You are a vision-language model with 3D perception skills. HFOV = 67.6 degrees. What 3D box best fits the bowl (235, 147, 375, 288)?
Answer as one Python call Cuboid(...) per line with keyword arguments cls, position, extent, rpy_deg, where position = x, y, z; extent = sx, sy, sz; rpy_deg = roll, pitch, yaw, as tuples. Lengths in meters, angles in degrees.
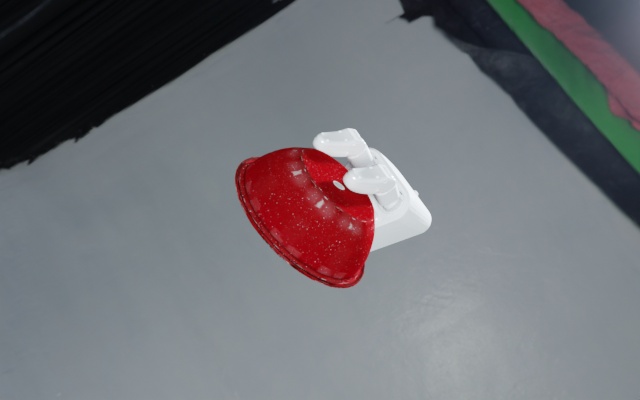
Cuboid(cls="bowl", position=(0.000, 0.001, 0.453), extent=(0.055, 0.162, 0.162), rpy_deg=(-45, -22, 24))
